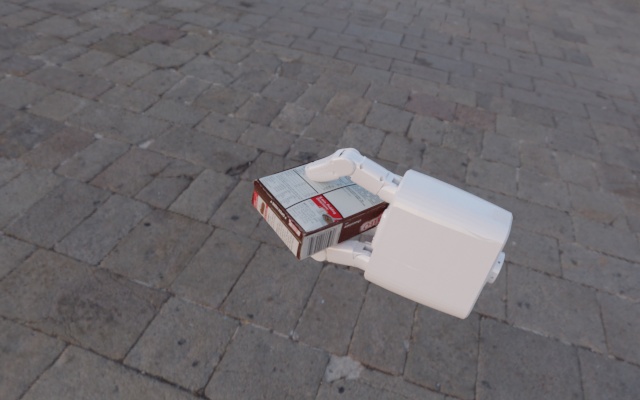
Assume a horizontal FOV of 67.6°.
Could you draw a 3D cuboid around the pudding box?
[{"bbox_3d":[0.000,0.002,0.491,0.113,0.039,0.090,-19,50,-34],"label":"pudding box"}]
